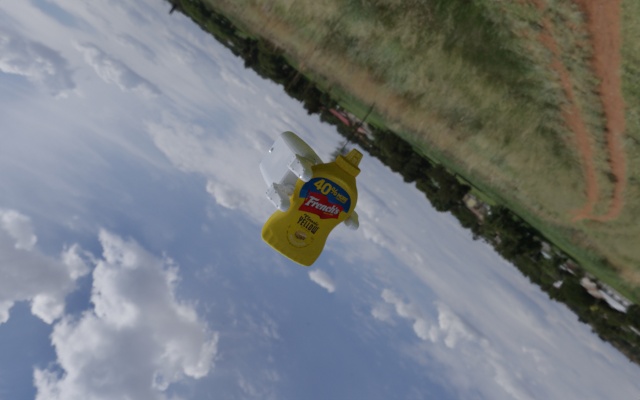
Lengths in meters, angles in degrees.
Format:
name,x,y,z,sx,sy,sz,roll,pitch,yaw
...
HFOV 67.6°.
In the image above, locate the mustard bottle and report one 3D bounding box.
name,x,y,z,sx,sy,sz,roll,pitch,yaw
mustard bottle,0.000,0.003,0.723,0.096,0.192,0.058,34,12,-12
